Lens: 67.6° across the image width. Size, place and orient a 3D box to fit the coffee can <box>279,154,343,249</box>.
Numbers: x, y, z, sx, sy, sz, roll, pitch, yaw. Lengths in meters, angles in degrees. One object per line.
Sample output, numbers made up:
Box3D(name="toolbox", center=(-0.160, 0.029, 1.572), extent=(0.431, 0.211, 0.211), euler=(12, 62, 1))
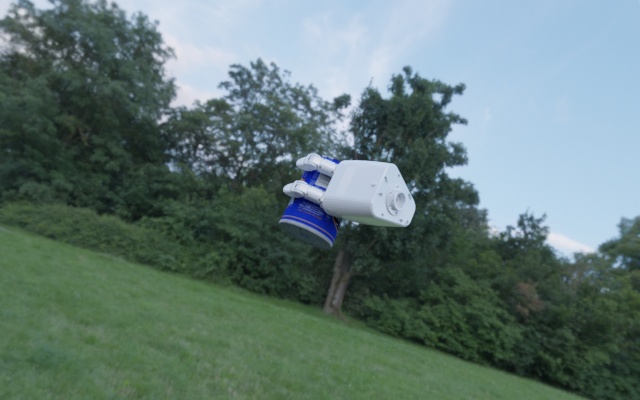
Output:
Box3D(name="coffee can", center=(0.000, 0.003, 0.862), extent=(0.103, 0.140, 0.103), euler=(23, -17, 8))
